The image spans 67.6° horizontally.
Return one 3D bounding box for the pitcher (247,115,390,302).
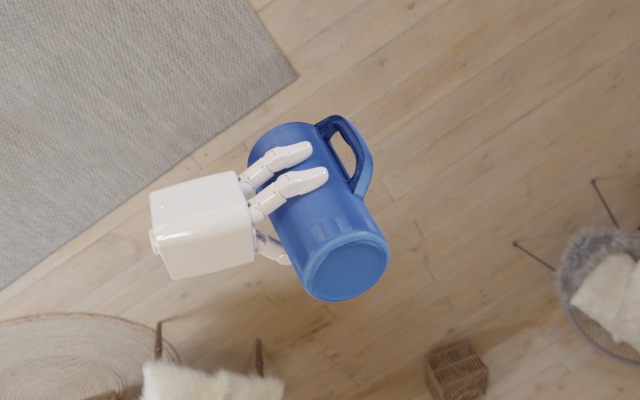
[{"bbox_3d":[0.000,0.002,0.618,0.145,0.149,0.242,-12,40,-15],"label":"pitcher"}]
